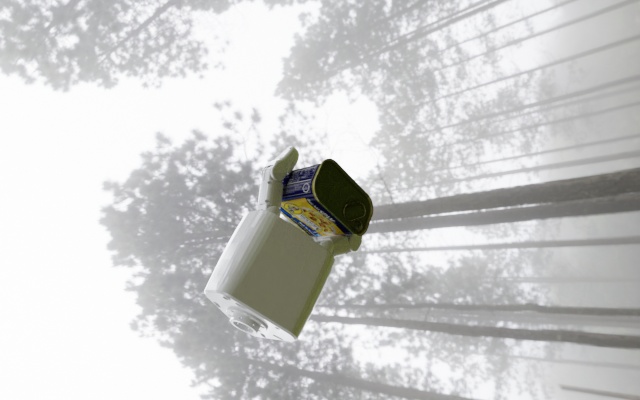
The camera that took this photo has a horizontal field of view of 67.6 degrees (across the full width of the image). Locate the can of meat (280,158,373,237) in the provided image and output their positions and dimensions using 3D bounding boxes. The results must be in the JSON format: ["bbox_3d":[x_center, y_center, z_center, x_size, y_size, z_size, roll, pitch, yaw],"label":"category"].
[{"bbox_3d":[0.000,0.002,0.583,0.084,0.057,0.102,-10,-42,44],"label":"can of meat"}]
